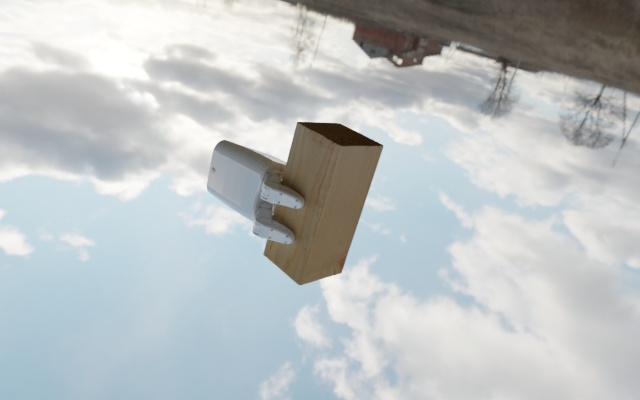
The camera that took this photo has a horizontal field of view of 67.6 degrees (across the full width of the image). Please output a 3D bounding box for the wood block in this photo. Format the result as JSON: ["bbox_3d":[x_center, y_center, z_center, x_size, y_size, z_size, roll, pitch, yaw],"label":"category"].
[{"bbox_3d":[0.000,0.002,0.674,0.091,0.206,0.090,-8,33,-46],"label":"wood block"}]
